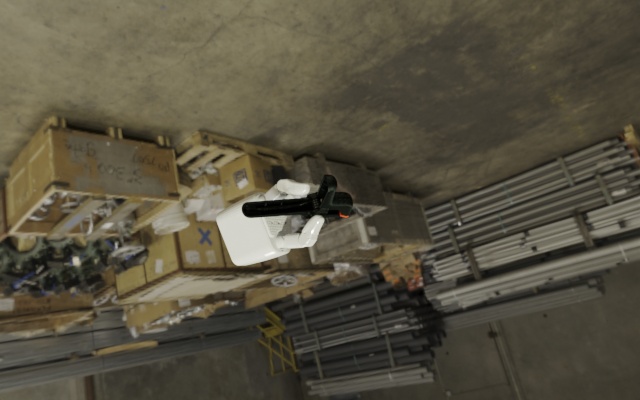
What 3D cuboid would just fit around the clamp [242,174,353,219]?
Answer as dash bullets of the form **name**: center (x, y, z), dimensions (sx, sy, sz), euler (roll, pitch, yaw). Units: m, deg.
- **clamp**: center (0.000, 0.003, 0.776), dimensions (0.164, 0.036, 0.210), euler (-19, -16, 34)
